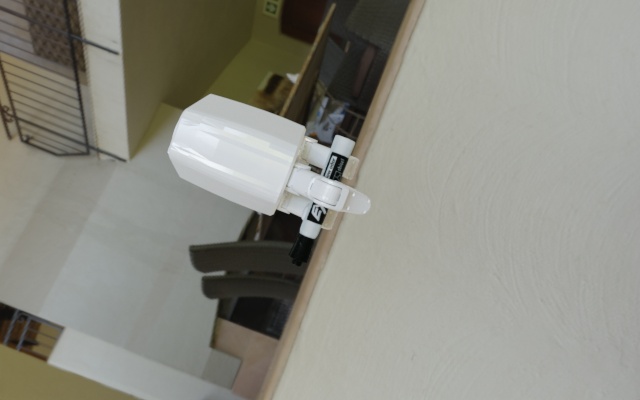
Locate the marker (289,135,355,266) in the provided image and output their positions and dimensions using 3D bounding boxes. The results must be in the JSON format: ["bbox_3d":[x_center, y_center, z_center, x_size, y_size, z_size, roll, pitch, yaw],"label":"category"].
[{"bbox_3d":[0.000,0.001,0.425,0.020,0.121,0.020,22,3,-1],"label":"marker"}]
